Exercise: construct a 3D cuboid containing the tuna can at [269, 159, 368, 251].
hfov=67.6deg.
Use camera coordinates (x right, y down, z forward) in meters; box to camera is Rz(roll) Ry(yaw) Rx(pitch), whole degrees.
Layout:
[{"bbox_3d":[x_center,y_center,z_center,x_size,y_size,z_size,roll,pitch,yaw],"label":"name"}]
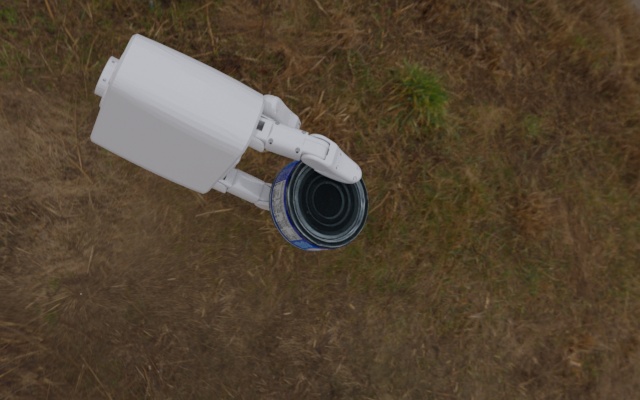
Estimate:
[{"bbox_3d":[0.000,0.001,0.421,0.086,0.086,0.034,0,-8,-32],"label":"tuna can"}]
